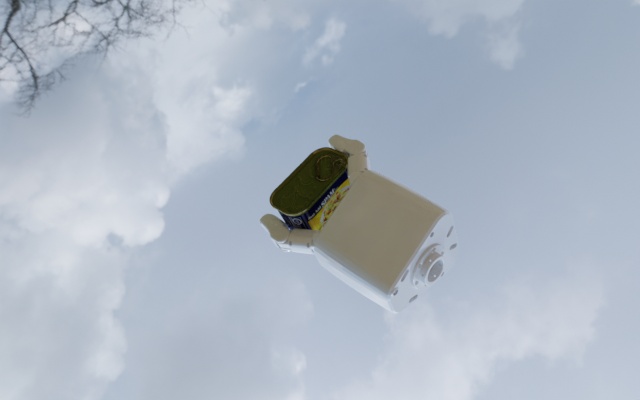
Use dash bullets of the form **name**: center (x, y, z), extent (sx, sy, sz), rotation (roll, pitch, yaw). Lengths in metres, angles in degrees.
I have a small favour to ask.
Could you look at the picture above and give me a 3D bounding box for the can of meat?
- **can of meat**: center (0.000, 0.002, 0.573), extent (0.057, 0.102, 0.084), rotation (27, -25, 39)
